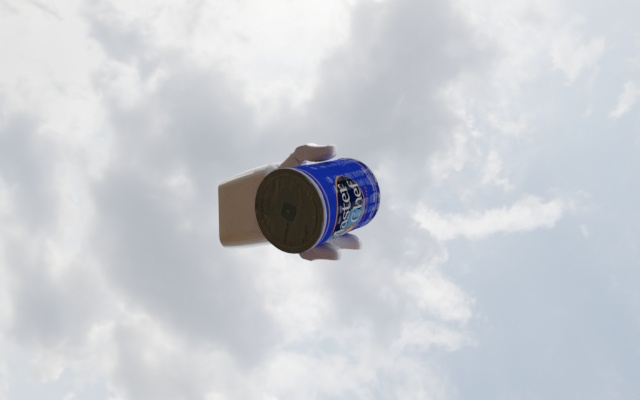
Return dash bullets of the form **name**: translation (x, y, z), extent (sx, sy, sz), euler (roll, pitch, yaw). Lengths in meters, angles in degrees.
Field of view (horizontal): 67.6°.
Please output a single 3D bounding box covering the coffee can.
- **coffee can**: translation (0.000, 0.002, 0.614), extent (0.103, 0.103, 0.140), euler (0, 9, 34)
